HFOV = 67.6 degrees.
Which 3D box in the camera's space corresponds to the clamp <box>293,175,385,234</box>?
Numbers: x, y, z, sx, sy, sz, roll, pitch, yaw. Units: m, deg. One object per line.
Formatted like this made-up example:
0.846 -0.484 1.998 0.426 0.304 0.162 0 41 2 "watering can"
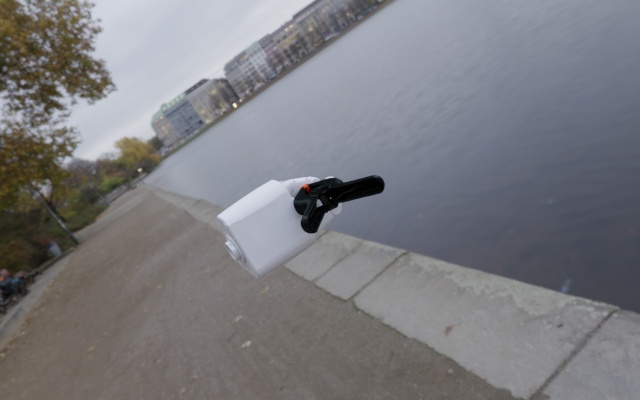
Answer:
0.000 0.002 0.656 0.120 0.039 0.171 -27 11 -23 "clamp"
